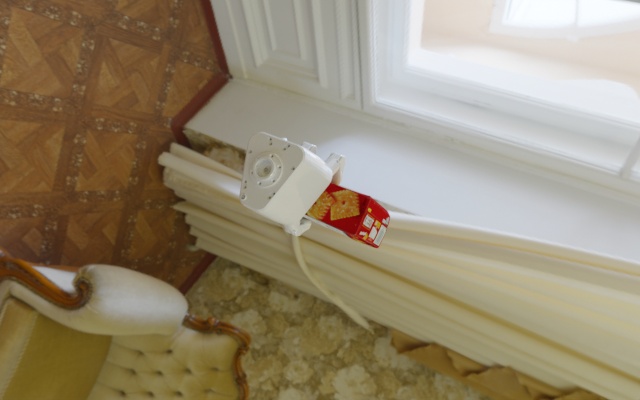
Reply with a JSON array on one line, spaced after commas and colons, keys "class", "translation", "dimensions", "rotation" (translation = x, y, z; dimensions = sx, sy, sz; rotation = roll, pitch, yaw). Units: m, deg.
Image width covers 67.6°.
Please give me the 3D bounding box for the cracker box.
[{"class": "cracker box", "translation": [0.000, 0.003, 0.816], "dimensions": [0.213, 0.072, 0.164], "rotation": [23, -4, 23]}]
